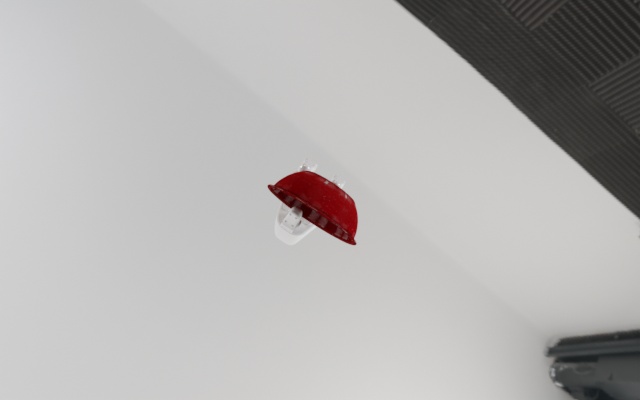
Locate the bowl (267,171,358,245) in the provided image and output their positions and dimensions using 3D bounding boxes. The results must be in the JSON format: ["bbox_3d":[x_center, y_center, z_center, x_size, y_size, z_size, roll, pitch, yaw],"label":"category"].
[{"bbox_3d":[0.001,0.002,0.727,0.162,0.055,0.162,33,-8,5],"label":"bowl"}]
